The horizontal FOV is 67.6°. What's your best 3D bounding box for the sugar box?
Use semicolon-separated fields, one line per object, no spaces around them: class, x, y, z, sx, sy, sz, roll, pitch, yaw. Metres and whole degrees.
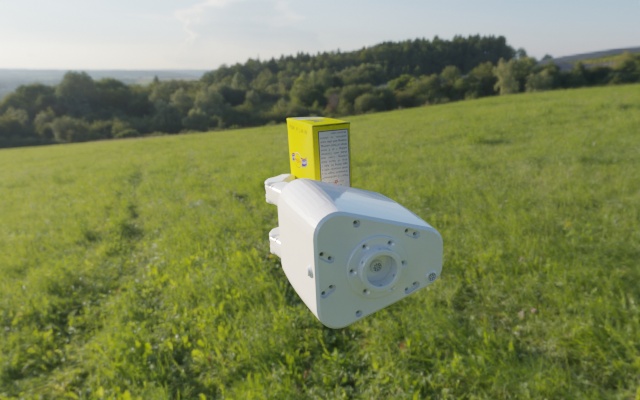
sugar box;0.000;0.002;0.511;0.048;0.176;0.093;-6;15;-18
